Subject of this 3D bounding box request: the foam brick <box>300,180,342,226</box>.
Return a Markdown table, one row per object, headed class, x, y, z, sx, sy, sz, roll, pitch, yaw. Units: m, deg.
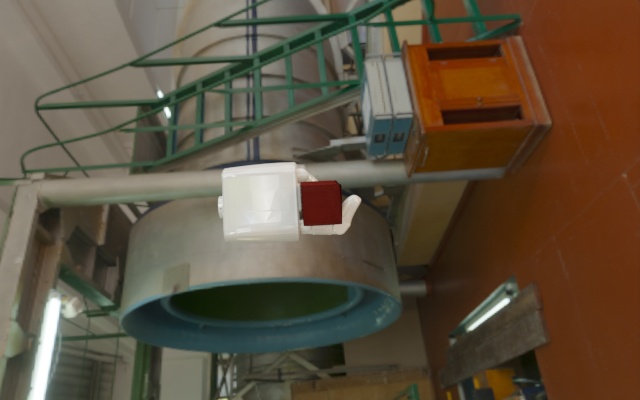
| class | x | y | z | sx | sy | sz | roll | pitch | yaw |
| --- | --- | --- | --- | --- | --- | --- | --- | --- | --- |
| foam brick | 0.000 | 0.002 | 0.637 | 0.051 | 0.053 | 0.078 | -2 | 6 | -3 |
